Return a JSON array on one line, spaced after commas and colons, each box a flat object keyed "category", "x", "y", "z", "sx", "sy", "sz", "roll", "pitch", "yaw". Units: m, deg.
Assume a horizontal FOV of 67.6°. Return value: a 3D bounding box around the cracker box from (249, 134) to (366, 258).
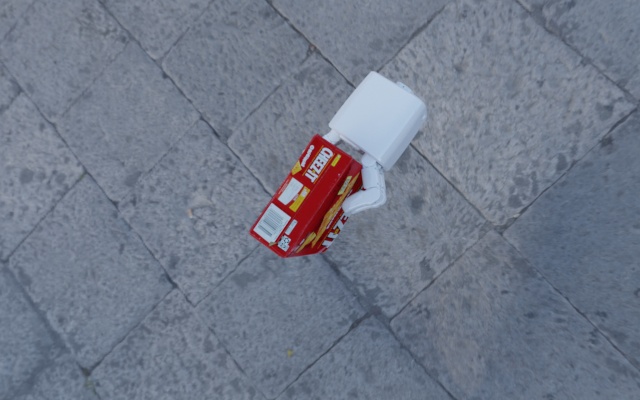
[{"category": "cracker box", "x": 0.000, "y": 0.002, "z": 0.723, "sx": 0.072, "sy": 0.164, "sz": 0.214, "roll": 36, "pitch": 5, "yaw": 15}]
